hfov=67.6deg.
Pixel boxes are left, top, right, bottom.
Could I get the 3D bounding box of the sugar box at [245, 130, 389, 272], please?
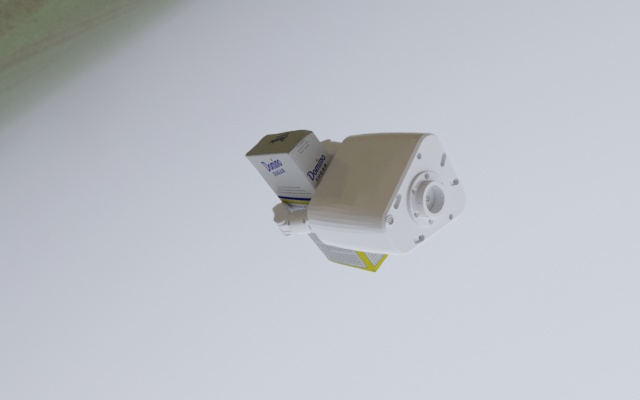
[{"bbox_3d":[0.001,0.001,0.540,0.048,0.176,0.093,-47,28,-25],"label":"sugar box"}]
